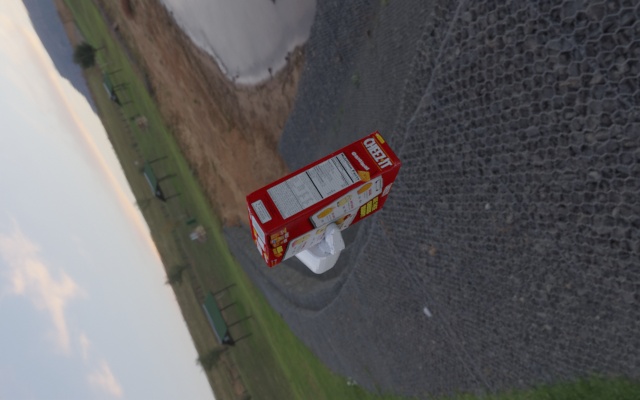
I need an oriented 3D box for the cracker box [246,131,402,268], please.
[{"bbox_3d":[0.000,0.003,0.707,0.213,0.072,0.164,-28,-19,-14],"label":"cracker box"}]
